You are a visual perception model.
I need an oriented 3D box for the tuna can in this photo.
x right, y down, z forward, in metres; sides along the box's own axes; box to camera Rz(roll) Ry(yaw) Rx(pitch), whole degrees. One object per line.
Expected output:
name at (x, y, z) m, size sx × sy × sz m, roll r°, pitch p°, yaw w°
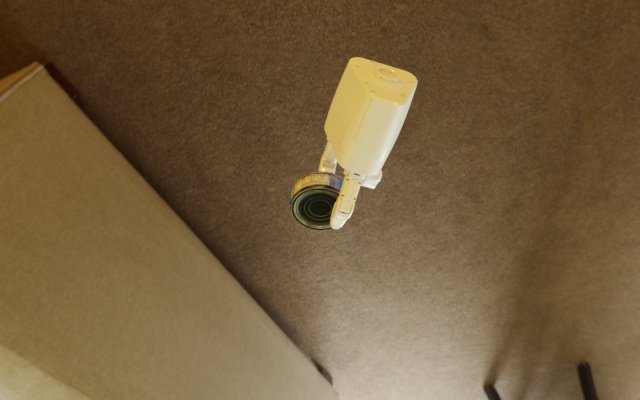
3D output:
tuna can at (0.000, 0.003, 0.672) m, size 0.086 × 0.086 × 0.033 m, roll 0°, pitch 42°, yaw 3°
